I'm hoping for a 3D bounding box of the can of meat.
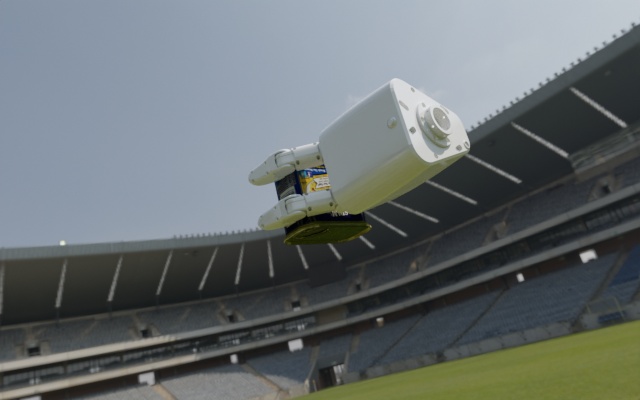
[{"bbox_3d":[0.000,0.002,0.549,0.102,0.084,0.057,1,-24,-37],"label":"can of meat"}]
